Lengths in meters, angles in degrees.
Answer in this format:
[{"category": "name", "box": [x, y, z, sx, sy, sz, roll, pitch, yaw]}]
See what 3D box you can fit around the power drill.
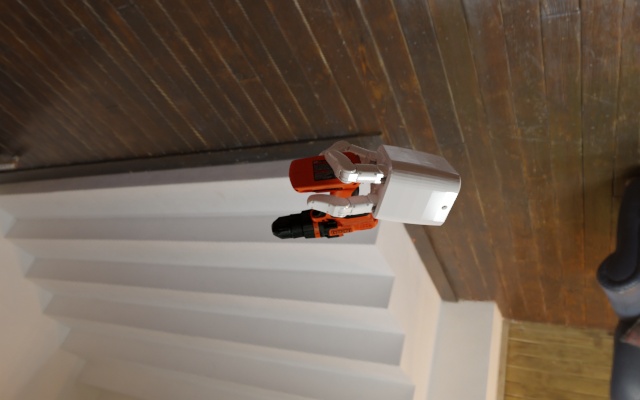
[{"category": "power drill", "box": [0.000, 0.002, 0.761, 0.184, 0.057, 0.188, -10, -29, 1]}]
